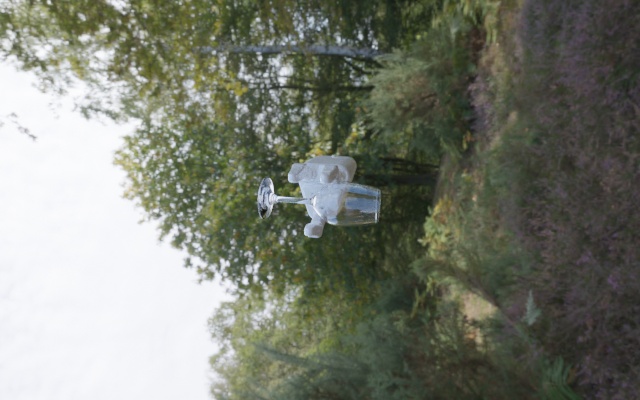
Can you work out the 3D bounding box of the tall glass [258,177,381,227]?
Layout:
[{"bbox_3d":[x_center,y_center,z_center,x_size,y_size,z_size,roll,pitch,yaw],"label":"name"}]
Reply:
[{"bbox_3d":[-0.001,0.003,0.817,0.201,0.079,0.079,4,1,14],"label":"tall glass"}]
